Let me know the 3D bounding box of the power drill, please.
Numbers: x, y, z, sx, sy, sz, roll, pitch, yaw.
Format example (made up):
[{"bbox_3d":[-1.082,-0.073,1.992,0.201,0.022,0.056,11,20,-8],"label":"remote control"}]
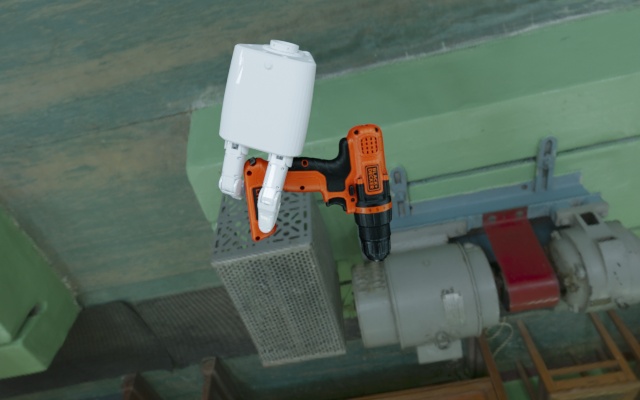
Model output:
[{"bbox_3d":[0.000,0.002,0.621,0.187,0.184,0.057,-9,11,-8],"label":"power drill"}]
